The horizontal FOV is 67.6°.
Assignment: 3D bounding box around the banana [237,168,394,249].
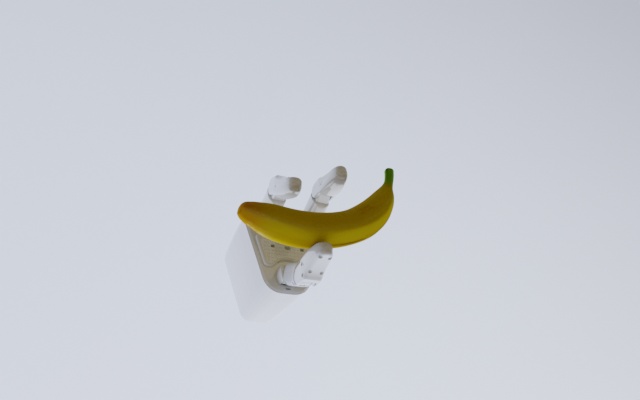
[{"bbox_3d":[0.010,0.017,0.495,0.198,0.069,0.037,-14,-19,-35],"label":"banana"}]
